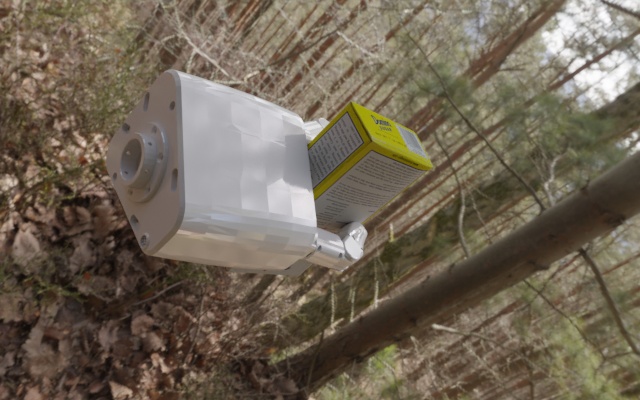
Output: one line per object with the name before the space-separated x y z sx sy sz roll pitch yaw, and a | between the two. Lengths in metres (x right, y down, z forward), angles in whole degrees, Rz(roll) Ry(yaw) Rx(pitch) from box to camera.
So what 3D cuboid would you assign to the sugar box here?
sugar box | 0.000 0.001 0.405 0.176 0.048 0.093 -39 -32 29
